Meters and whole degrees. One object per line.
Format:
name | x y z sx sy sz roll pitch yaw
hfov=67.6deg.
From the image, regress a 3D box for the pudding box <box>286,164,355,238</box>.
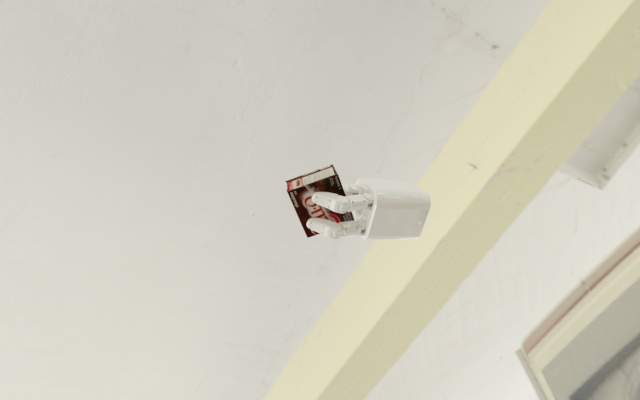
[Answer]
pudding box | 0.000 0.003 0.821 0.090 0.114 0.039 -20 35 3
